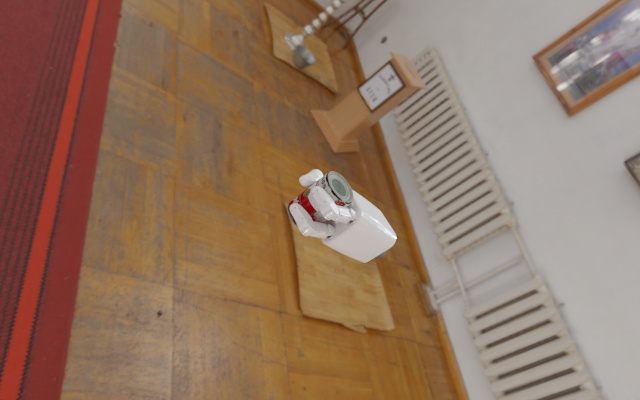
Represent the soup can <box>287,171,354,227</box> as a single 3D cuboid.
[{"bbox_3d":[0.000,0.002,0.847,0.102,0.068,0.068,-37,-20,29],"label":"soup can"}]
